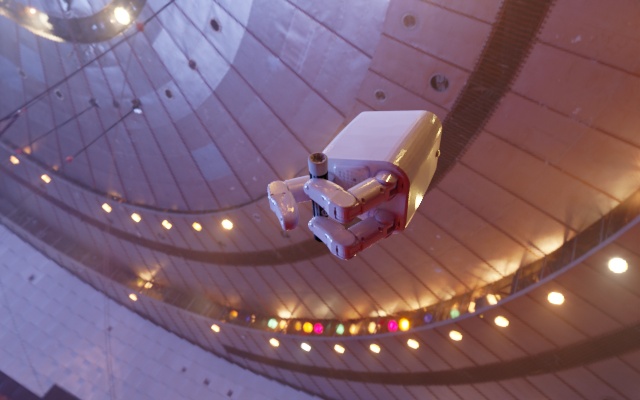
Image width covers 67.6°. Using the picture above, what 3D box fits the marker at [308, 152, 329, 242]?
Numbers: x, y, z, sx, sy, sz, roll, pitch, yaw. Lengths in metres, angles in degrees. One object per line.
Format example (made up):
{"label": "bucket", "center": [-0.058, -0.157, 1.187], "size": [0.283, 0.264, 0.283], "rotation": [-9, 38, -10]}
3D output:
{"label": "marker", "center": [0.000, 0.002, 0.499], "size": [0.020, 0.020, 0.121], "rotation": [-2, -45, 2]}
